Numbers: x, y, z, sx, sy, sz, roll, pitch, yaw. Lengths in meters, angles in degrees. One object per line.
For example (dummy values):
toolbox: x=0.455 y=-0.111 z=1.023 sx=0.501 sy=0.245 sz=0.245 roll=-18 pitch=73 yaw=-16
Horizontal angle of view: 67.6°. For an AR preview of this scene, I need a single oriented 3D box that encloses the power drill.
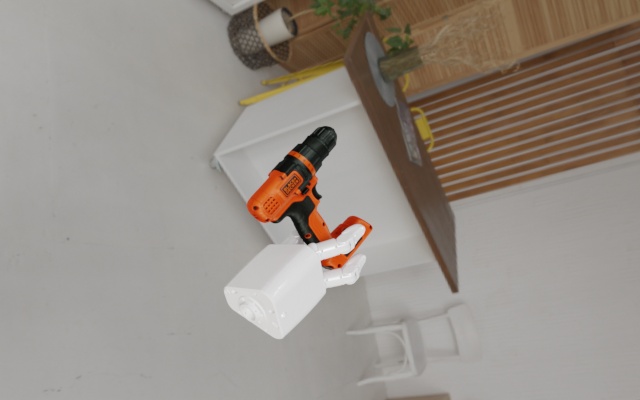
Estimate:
power drill: x=0.000 y=0.003 z=0.747 sx=0.188 sy=0.184 sz=0.057 roll=49 pitch=-17 yaw=-24
